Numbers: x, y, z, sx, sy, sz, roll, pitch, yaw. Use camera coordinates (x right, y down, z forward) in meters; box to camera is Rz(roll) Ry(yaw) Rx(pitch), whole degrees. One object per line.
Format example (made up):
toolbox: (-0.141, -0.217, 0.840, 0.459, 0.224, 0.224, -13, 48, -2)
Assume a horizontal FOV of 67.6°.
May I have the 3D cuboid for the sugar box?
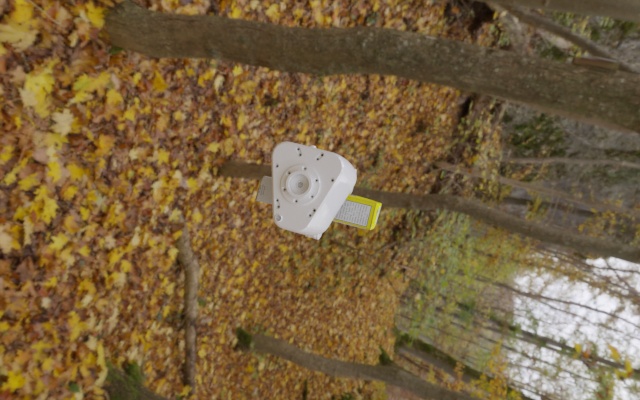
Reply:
sugar box: (0.000, 0.002, 0.728, 0.176, 0.048, 0.093, 16, 2, 11)
